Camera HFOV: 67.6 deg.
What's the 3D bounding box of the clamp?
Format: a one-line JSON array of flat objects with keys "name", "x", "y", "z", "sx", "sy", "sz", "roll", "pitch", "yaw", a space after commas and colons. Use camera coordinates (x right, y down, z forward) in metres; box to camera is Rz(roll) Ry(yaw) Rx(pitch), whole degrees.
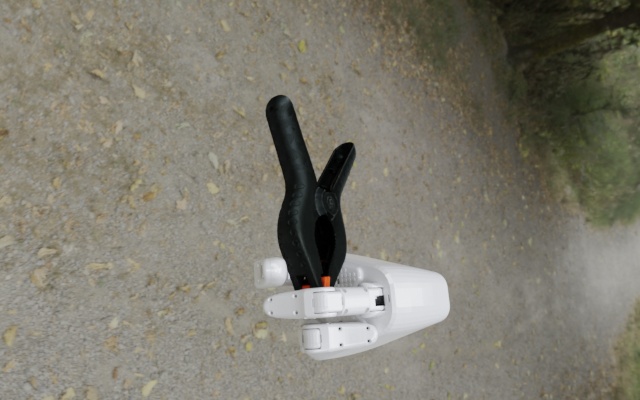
[{"name": "clamp", "x": 0.000, "y": 0.001, "z": 0.424, "sx": 0.039, "sy": 0.171, "sz": 0.120, "roll": -13, "pitch": -15, "yaw": 40}]
